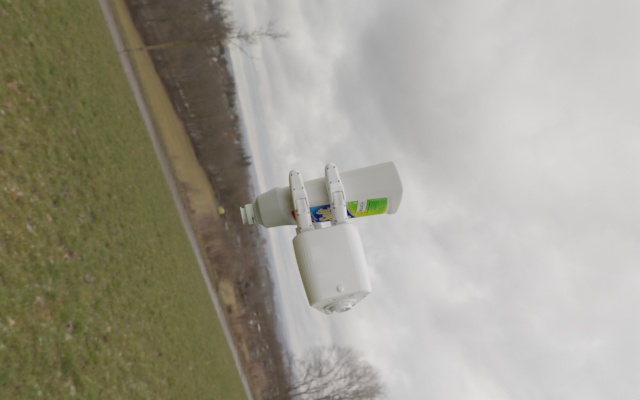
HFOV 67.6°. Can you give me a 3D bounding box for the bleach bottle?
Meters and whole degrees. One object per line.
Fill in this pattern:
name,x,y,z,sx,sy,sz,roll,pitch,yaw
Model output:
bleach bottle,0.000,0.002,0.761,0.251,0.068,0.103,-12,-25,-7
